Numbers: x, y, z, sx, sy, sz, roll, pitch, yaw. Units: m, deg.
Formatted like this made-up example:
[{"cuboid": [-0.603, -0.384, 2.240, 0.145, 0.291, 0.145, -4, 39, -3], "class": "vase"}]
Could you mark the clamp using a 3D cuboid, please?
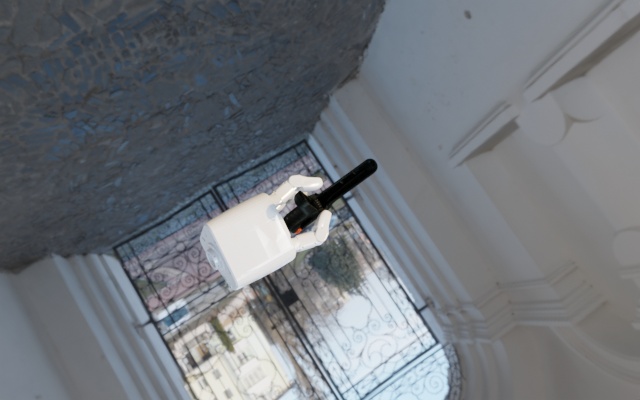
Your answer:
[{"cuboid": [0.000, 0.004, 0.803, 0.164, 0.036, 0.210, -27, -11, -28], "class": "clamp"}]
